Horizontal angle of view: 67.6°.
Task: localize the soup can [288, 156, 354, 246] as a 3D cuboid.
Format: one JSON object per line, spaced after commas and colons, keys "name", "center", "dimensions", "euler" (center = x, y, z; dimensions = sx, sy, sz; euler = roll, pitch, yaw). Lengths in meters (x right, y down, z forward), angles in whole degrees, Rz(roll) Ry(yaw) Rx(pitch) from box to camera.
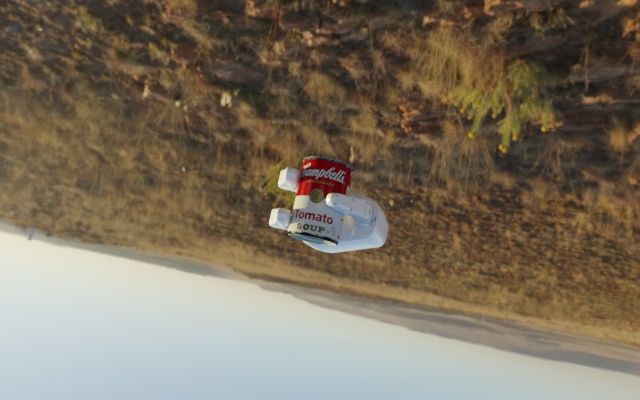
{"name": "soup can", "center": [0.000, 0.002, 0.618], "dimensions": [0.068, 0.102, 0.068], "euler": [12, -11, 2]}
